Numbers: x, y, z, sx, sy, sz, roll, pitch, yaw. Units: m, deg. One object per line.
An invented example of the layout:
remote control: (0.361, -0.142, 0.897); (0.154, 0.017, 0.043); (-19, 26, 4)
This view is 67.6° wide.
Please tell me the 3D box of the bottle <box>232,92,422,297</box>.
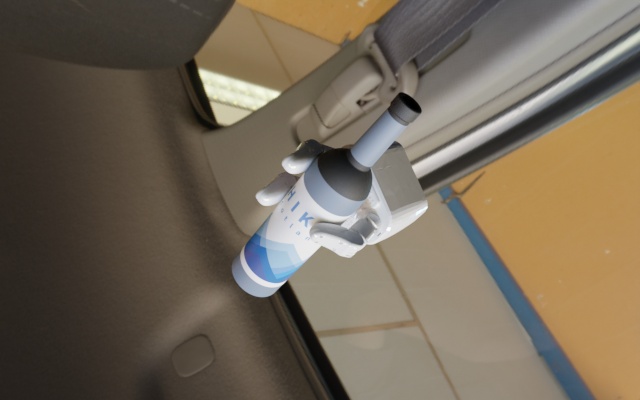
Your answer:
bottle: (0.000, 0.002, 0.513); (0.069, 0.069, 0.296); (0, -38, -44)
